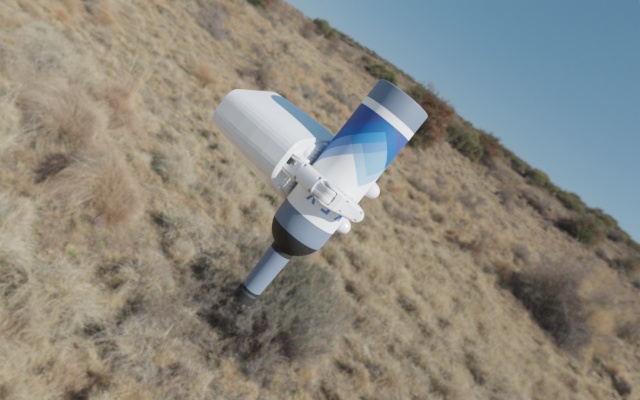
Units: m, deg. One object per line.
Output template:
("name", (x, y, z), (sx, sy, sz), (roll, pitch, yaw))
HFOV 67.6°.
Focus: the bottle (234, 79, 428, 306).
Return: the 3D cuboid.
("bottle", (0.000, 0.002, 0.541), (0.069, 0.296, 0.069), (38, 8, -6))
